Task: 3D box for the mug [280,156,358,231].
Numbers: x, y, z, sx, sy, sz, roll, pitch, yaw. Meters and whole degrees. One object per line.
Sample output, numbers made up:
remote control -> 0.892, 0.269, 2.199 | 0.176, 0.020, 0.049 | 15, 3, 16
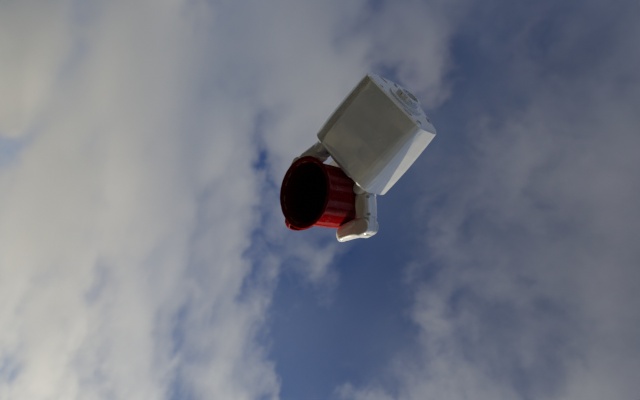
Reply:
mug -> -0.001, 0.003, 0.635 | 0.081, 0.093, 0.117 | 9, -48, -44
